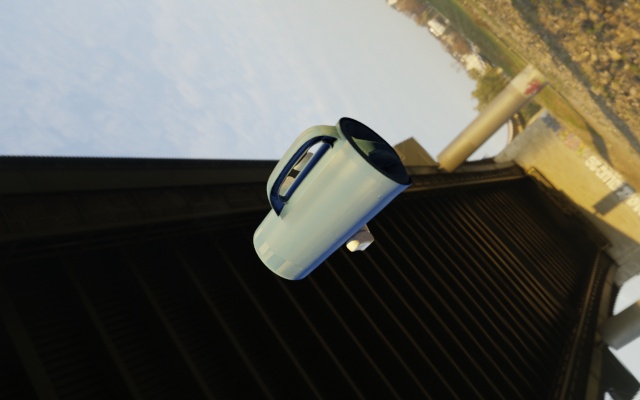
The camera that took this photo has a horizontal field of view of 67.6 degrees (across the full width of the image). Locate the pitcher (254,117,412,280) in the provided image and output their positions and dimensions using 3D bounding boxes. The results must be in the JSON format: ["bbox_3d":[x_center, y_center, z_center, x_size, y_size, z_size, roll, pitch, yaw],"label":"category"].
[{"bbox_3d":[0.000,0.002,0.700,0.243,0.149,0.145,-47,-5,25],"label":"pitcher"}]
